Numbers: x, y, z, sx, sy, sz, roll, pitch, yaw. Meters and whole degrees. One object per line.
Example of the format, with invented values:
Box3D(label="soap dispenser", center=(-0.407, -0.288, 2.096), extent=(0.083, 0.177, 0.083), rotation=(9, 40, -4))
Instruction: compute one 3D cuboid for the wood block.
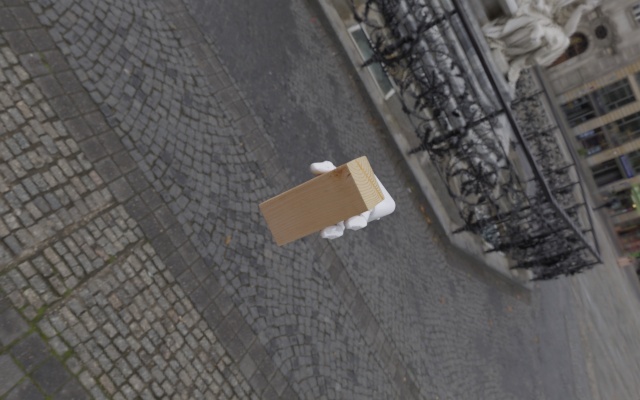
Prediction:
Box3D(label="wood block", center=(0.000, 0.002, 0.891), extent=(0.206, 0.091, 0.090), rotation=(-24, 2, 30))
